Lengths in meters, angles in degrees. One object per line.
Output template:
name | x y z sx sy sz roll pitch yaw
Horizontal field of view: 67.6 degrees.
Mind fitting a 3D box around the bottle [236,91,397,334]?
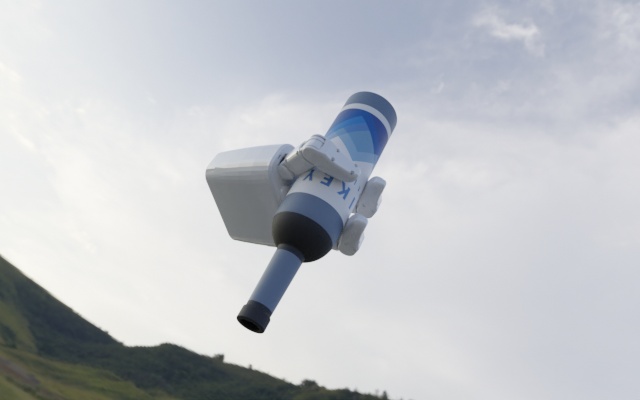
bottle | 0.000 0.001 0.491 0.069 0.295 0.069 20 -35 15
